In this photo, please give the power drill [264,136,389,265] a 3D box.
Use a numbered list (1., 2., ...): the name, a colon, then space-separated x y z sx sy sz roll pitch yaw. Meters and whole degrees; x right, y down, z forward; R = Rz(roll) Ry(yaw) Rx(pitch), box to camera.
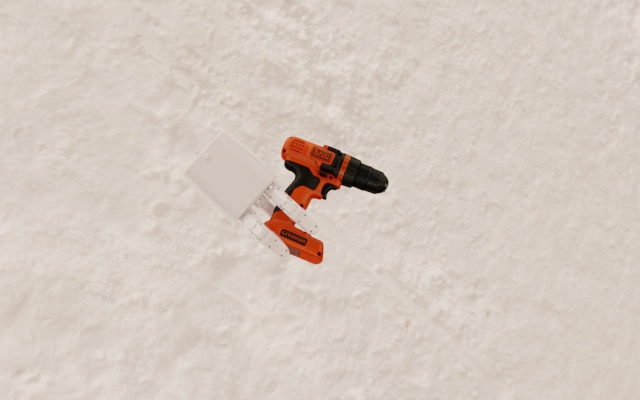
1. power drill: 0.000 0.003 0.761 0.184 0.187 0.057 21 -22 4
